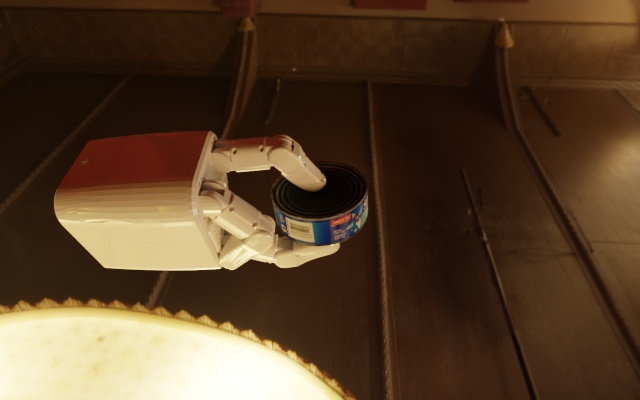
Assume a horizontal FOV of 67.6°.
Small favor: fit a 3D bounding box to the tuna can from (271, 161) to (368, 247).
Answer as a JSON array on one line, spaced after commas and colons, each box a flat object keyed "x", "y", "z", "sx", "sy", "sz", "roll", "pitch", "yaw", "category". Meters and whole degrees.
[{"x": 0.000, "y": 0.002, "z": 0.430, "sx": 0.086, "sy": 0.034, "sz": 0.086, "roll": -4, "pitch": 37, "yaw": 3, "category": "tuna can"}]
